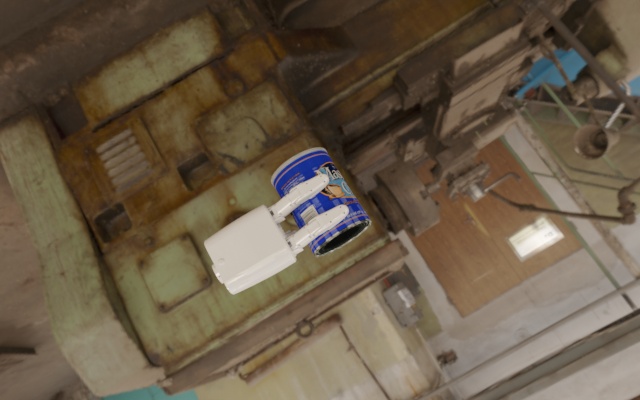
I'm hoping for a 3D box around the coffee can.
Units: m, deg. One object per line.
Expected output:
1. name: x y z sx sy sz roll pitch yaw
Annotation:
1. coffee can: 0.000 0.002 0.750 0.103 0.140 0.103 -29 -16 -9
